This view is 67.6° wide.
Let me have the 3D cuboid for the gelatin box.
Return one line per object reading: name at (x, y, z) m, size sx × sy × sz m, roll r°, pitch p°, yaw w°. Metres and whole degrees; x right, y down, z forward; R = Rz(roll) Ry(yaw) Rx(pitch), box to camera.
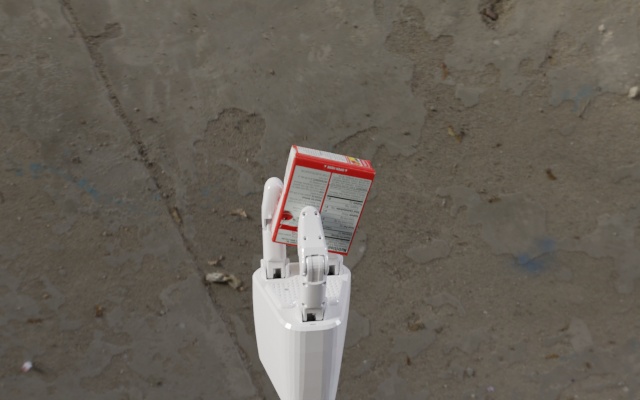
gelatin box at (0.000, 0.001, 0.428) m, size 0.073 × 0.089 × 0.030 m, roll 11°, pitch 25°, yaw -14°
